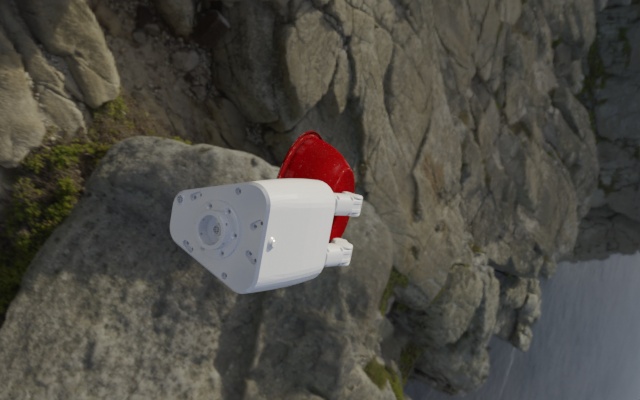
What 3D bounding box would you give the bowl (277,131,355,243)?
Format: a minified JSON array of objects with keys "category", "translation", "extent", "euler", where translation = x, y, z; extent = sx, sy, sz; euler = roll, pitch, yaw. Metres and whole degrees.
[{"category":"bowl","translation":[0.001,0.002,0.568],"extent":[0.055,0.162,0.162],"euler":[13,4,19]}]
